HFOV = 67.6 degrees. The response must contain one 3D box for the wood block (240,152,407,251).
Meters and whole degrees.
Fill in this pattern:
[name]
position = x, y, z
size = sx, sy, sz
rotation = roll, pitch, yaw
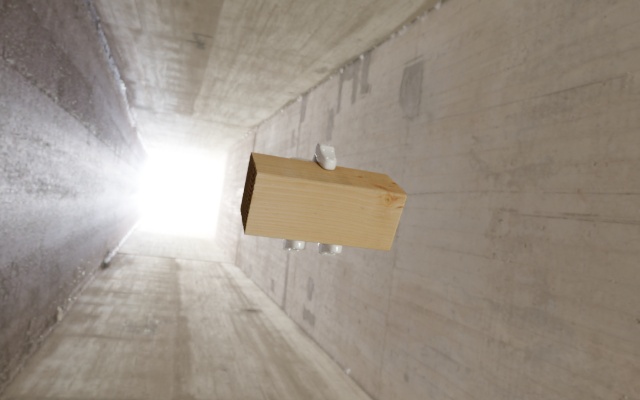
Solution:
[wood block]
position = 0.000, 0.002, 0.665
size = 0.206, 0.091, 0.090
rotation = 8, 21, -17
